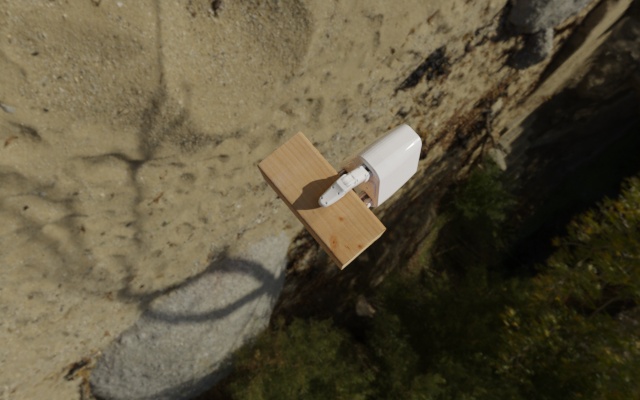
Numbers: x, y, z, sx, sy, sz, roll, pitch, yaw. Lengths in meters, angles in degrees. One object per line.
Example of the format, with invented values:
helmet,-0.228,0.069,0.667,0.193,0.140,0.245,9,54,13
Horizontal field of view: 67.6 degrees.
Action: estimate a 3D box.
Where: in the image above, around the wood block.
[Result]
wood block,0.001,0.002,0.773,0.090,0.206,0.091,-40,-10,-8
